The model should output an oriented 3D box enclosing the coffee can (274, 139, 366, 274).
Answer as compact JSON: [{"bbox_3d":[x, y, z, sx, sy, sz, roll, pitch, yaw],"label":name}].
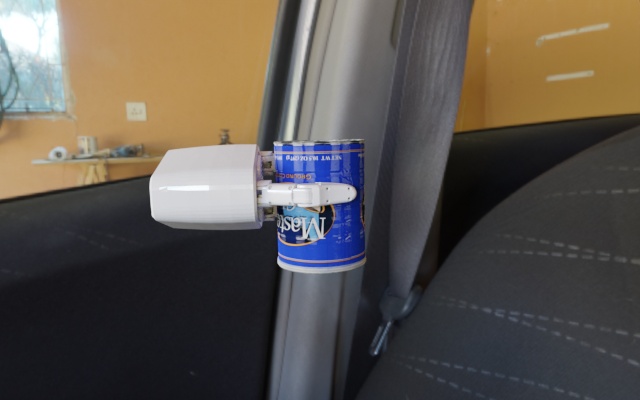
[{"bbox_3d":[0.000,0.002,0.545,0.103,0.140,0.103,-1,8,0],"label":"coffee can"}]
